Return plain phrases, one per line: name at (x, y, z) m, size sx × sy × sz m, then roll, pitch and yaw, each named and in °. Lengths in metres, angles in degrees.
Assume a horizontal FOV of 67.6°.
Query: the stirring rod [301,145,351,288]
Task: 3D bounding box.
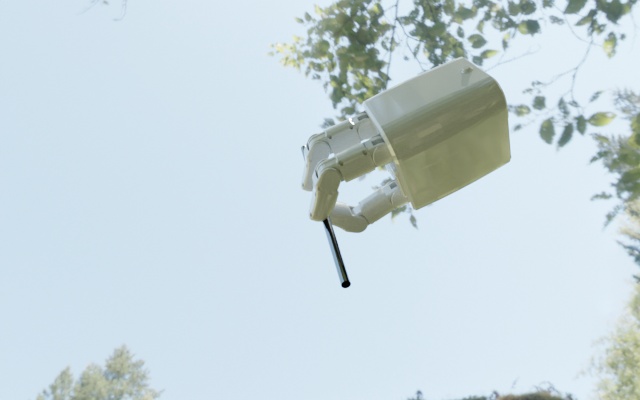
stirring rod at (0.000, 0.002, 0.471) m, size 0.011 × 0.011 × 0.239 m, roll 0°, pitch 32°, yaw -11°
